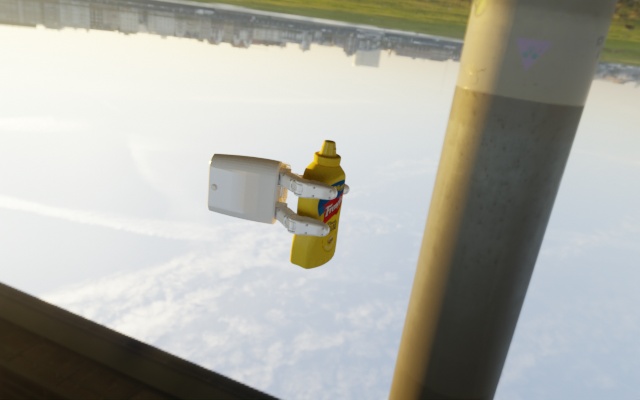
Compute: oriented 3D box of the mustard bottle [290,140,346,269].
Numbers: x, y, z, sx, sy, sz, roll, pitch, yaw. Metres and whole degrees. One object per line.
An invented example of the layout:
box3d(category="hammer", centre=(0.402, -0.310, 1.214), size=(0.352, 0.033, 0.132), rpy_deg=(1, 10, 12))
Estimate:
box3d(category="mustard bottle", centre=(0.000, 0.003, 0.727), size=(0.058, 0.192, 0.096), rpy_deg=(19, 23, 27))
